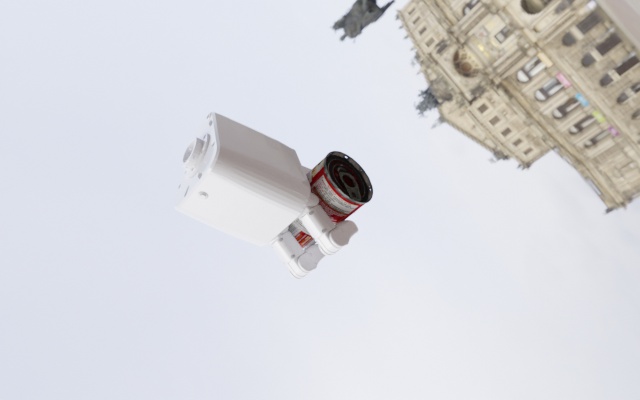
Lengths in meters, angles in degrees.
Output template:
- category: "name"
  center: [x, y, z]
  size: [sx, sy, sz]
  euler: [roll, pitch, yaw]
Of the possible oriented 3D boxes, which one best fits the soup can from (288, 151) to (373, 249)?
- category: "soup can"
  center: [0.000, 0.002, 0.537]
  size: [0.068, 0.068, 0.102]
  euler: [0, -33, -48]
